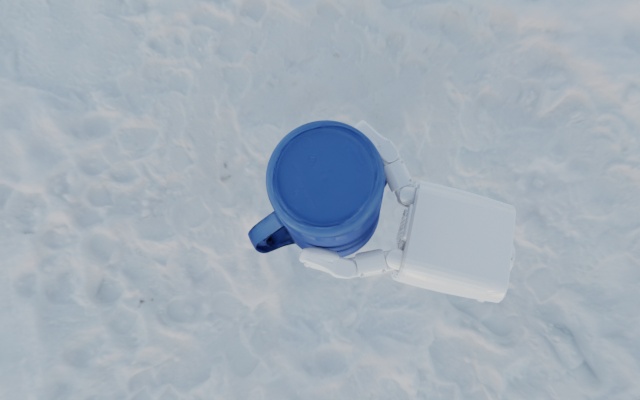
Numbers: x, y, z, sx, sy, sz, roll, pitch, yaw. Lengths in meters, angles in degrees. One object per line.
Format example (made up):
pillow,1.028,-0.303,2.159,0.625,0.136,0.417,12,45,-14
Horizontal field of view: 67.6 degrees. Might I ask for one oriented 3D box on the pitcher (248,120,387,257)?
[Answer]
pitcher,0.000,0.002,0.536,0.145,0.149,0.243,16,-7,5
